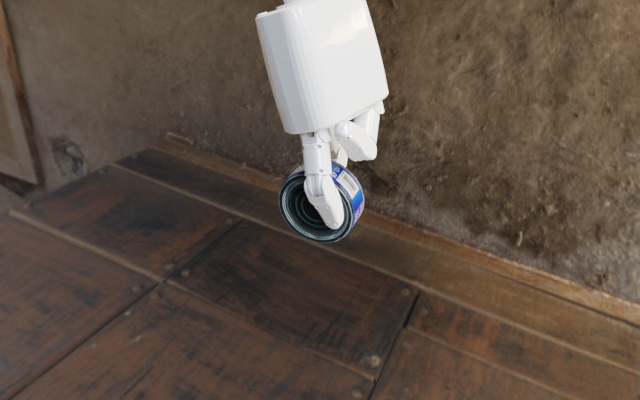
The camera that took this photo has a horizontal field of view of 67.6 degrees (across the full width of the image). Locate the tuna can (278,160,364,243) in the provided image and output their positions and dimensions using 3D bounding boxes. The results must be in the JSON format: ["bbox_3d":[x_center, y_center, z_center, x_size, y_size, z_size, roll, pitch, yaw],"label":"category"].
[{"bbox_3d":[0.000,0.002,0.498,0.086,0.086,0.033,0,30,26],"label":"tuna can"}]
